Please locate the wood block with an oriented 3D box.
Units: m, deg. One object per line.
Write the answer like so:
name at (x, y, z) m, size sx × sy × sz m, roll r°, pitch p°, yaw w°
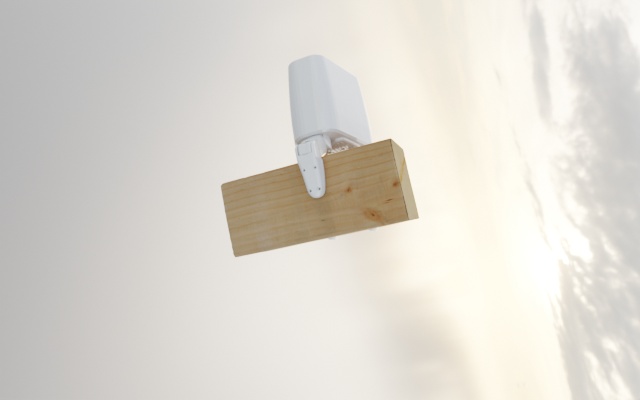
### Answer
wood block at (0.000, 0.001, 0.563) m, size 0.206 × 0.090 × 0.091 m, roll -14°, pitch -6°, yaw 18°
